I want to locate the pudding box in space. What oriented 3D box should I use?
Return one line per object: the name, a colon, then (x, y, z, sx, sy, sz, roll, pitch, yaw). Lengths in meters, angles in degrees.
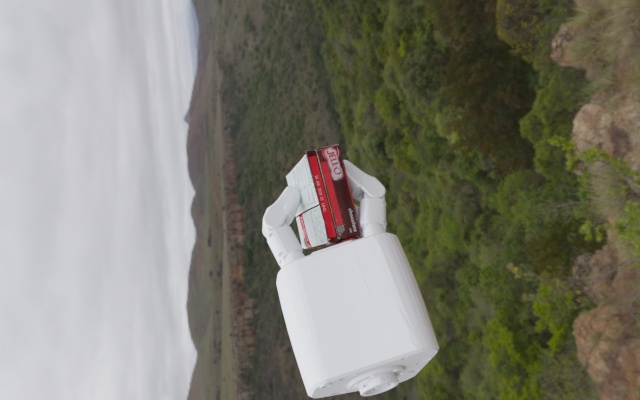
pudding box: (0.000, 0.002, 0.484, 0.039, 0.090, 0.113, -11, -6, -17)
